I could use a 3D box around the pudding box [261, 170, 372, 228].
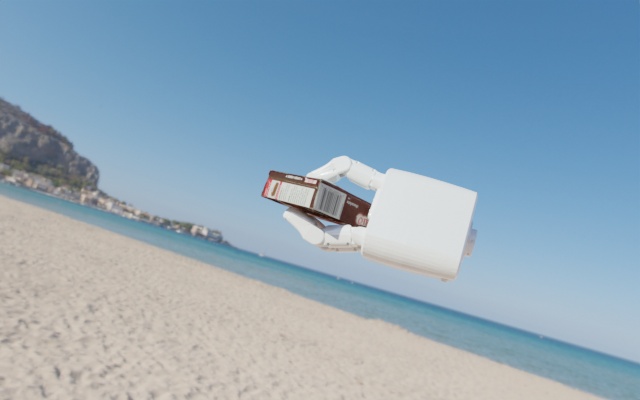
[{"bbox_3d":[0.000,0.002,0.575,0.090,0.039,0.113,12,-10,43],"label":"pudding box"}]
